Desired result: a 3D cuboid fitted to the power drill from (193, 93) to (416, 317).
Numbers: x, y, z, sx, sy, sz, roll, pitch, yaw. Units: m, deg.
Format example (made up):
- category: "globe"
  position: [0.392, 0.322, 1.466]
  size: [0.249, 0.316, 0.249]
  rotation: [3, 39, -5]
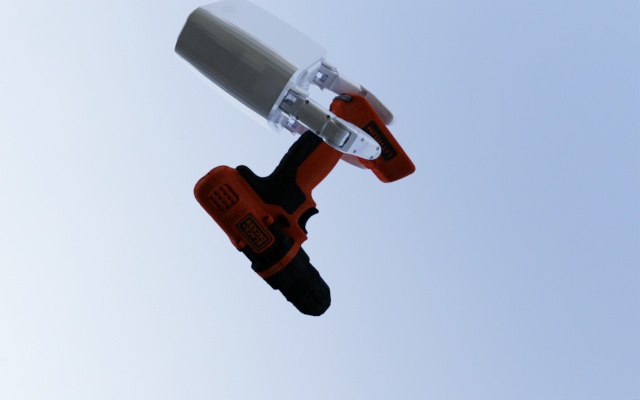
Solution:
- category: "power drill"
  position: [0.000, 0.001, 0.472]
  size: [0.187, 0.184, 0.057]
  rotation: [-41, 18, -6]
